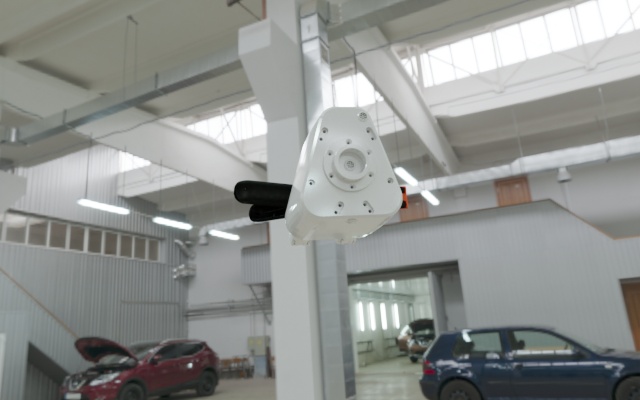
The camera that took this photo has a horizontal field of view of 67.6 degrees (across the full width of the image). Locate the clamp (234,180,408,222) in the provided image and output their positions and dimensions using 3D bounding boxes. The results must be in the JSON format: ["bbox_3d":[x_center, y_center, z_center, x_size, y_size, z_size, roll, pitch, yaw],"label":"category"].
[{"bbox_3d":[0.001,0.001,0.593,0.210,0.036,0.164,-1,-10,-10],"label":"clamp"}]
